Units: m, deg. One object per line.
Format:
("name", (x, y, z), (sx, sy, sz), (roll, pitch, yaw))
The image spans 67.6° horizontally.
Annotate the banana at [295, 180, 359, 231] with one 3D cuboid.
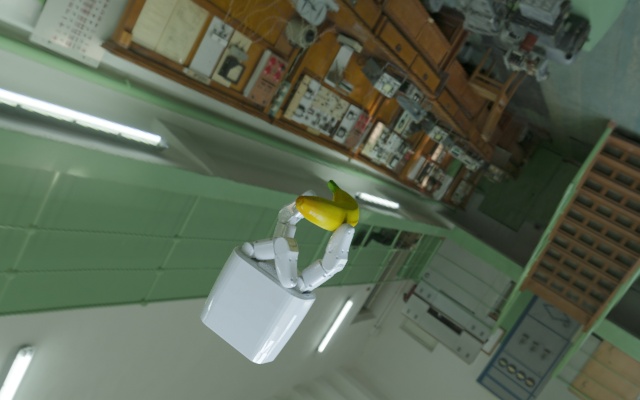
("banana", (0.016, 0.012, 0.609), (0.069, 0.037, 0.198), (34, 11, 5))
